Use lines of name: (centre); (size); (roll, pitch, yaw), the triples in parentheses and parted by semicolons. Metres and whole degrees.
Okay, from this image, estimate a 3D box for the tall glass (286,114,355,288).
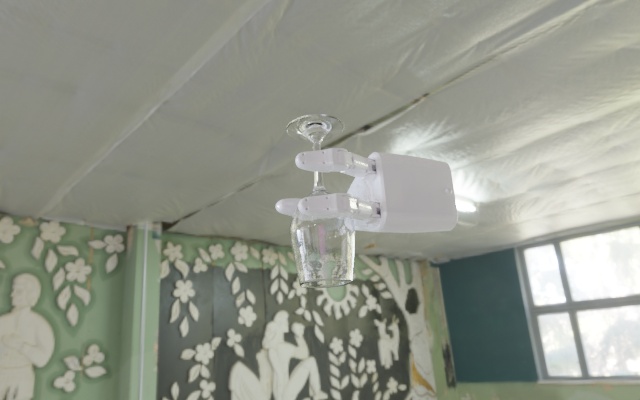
tall glass: (0.000, 0.001, 0.580); (0.079, 0.201, 0.079); (-3, -18, -1)
